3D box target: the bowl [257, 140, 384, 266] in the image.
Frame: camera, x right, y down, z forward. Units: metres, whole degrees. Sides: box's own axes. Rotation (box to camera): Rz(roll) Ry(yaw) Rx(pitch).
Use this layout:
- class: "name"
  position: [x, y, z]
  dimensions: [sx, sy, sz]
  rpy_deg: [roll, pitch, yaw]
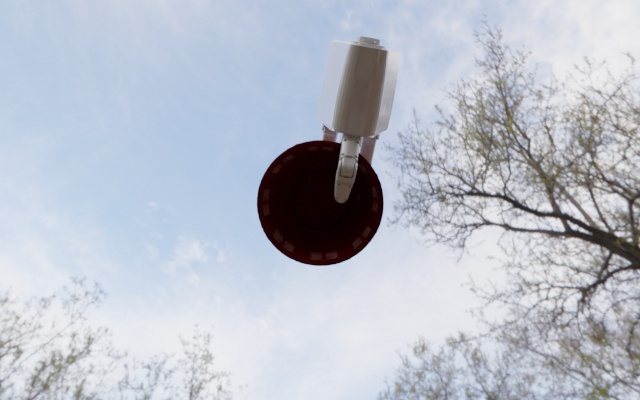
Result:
- class: "bowl"
  position: [0.000, 0.003, 0.631]
  dimensions: [0.162, 0.162, 0.055]
  rpy_deg: [0, 5, 1]
